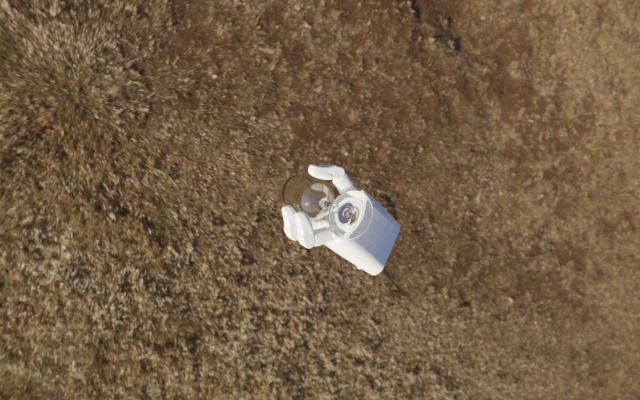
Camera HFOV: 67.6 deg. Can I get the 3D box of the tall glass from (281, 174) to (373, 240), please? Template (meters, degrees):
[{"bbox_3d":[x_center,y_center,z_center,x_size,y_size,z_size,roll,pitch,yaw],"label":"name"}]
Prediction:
[{"bbox_3d":[0.000,0.003,0.777,0.079,0.079,0.201,0,11,-27],"label":"tall glass"}]
